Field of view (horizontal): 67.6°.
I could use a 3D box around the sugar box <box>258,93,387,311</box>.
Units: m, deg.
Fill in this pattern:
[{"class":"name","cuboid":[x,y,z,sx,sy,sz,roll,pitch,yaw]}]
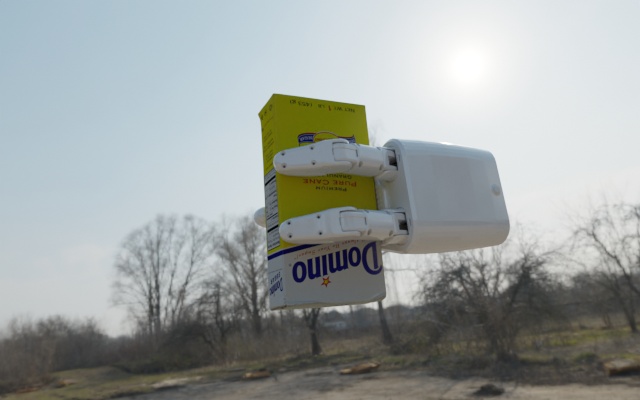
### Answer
[{"class":"sugar box","cuboid":[0.000,0.001,0.409,0.093,0.176,0.048,1,-17,-25]}]
